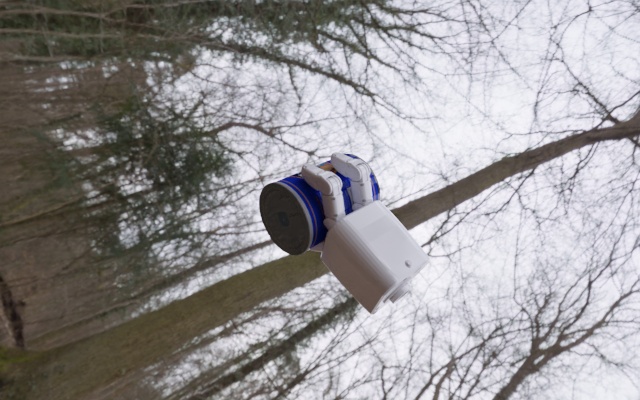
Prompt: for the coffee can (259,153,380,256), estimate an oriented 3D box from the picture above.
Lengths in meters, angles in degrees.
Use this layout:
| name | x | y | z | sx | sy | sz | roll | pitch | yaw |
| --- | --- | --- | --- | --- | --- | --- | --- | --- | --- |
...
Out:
| name | x | y | z | sx | sy | sz | roll | pitch | yaw |
| --- | --- | --- | --- | --- | --- | --- | --- | --- | --- |
| coffee can | 0.000 | 0.002 | 0.669 | 0.140 | 0.103 | 0.103 | -25 | 16 | -38 |
